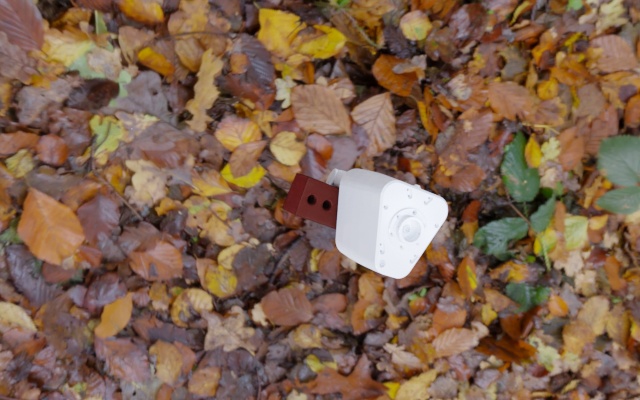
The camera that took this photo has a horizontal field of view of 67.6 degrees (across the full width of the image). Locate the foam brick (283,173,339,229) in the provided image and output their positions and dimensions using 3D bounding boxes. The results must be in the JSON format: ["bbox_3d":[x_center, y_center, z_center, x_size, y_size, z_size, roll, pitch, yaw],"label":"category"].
[{"bbox_3d":[0.000,0.002,0.628,0.078,0.053,0.051,19,2,-23],"label":"foam brick"}]
